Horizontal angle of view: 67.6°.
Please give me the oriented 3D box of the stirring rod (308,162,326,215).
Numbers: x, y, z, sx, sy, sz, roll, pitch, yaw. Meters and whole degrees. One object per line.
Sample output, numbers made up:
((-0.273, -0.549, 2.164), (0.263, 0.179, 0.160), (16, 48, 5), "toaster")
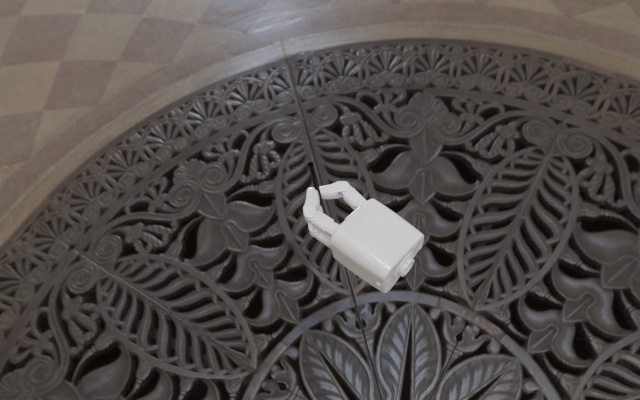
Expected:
((0.000, 0.003, 0.824), (0.011, 0.011, 0.240), (0, -29, 8), "stirring rod")
